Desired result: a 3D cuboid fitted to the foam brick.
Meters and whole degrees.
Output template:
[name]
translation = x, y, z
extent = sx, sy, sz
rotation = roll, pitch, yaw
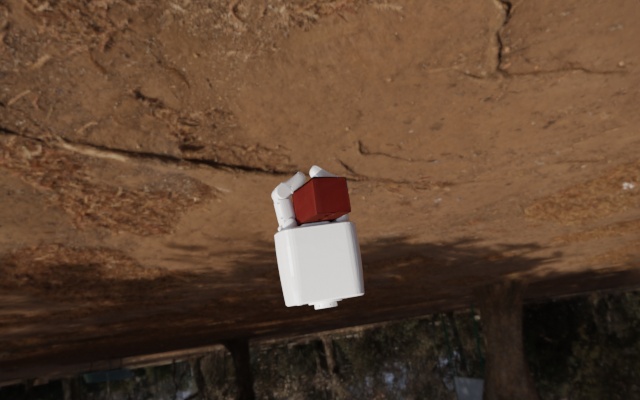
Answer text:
[foam brick]
translation = 0.000, 0.002, 0.667
extent = 0.053, 0.051, 0.078
rotation = -2, -14, -25
